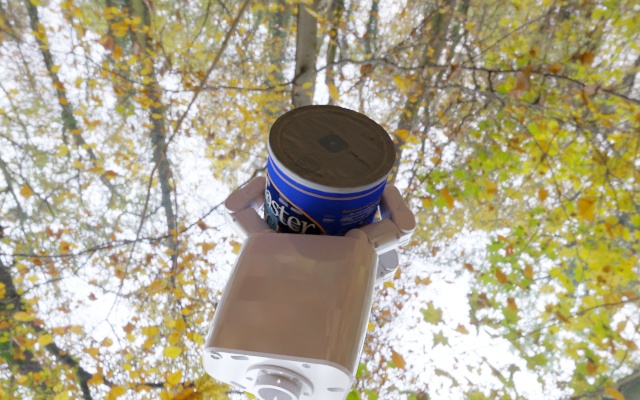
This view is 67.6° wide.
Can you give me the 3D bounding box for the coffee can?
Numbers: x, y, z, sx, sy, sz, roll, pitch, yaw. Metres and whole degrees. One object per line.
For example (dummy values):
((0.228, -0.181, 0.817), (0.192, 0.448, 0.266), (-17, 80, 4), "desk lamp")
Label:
((0.000, 0.001, 0.428), (0.103, 0.102, 0.140), (0, -43, -11), "coffee can")
